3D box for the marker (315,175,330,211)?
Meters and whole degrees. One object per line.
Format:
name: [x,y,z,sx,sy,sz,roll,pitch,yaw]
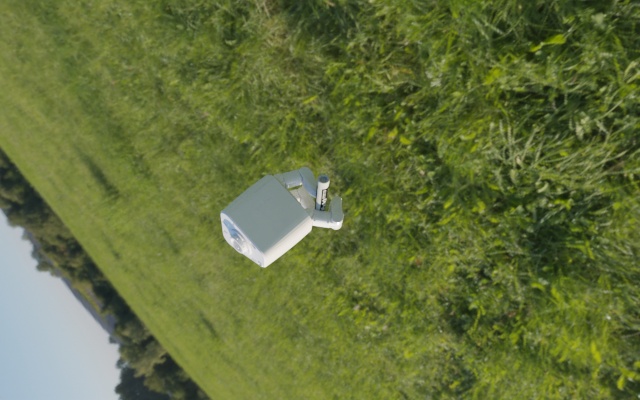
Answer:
marker: [0.000,0.003,0.791,0.020,0.020,0.121,0,-37,-6]
